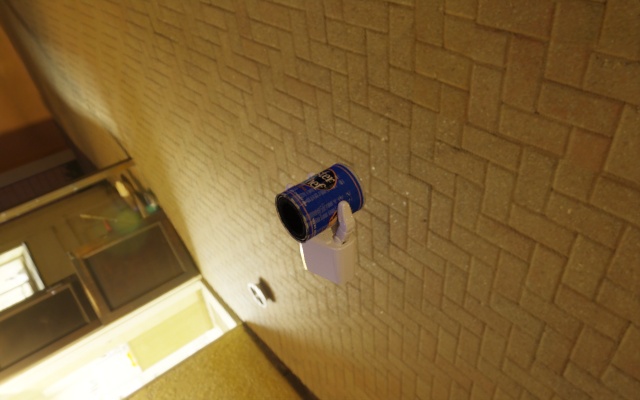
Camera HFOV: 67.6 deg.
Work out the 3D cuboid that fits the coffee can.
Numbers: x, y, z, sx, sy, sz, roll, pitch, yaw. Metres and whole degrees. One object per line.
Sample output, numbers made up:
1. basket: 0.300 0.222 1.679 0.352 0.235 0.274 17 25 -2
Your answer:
1. coffee can: 0.000 0.003 0.899 0.140 0.103 0.103 -29 14 -27
